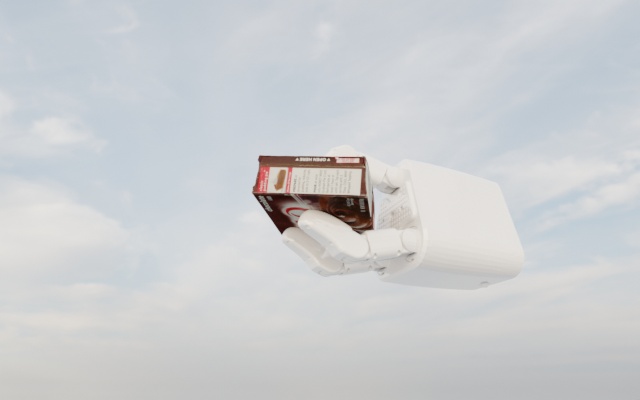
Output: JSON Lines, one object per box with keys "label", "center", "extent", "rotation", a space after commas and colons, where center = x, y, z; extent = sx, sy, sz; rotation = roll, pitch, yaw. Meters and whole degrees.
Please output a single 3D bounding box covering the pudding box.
{"label": "pudding box", "center": [0.000, 0.001, 0.413], "extent": [0.090, 0.039, 0.113], "rotation": [1, -24, 10]}
